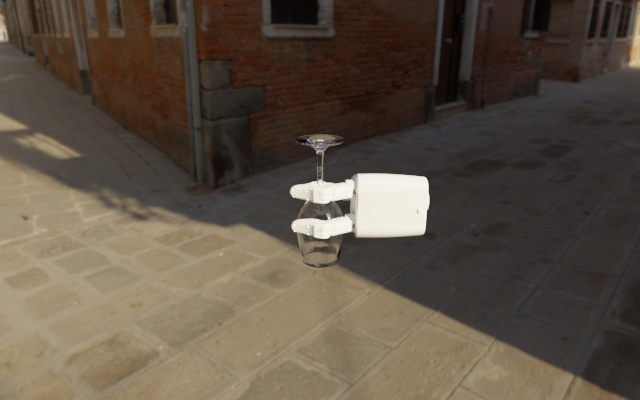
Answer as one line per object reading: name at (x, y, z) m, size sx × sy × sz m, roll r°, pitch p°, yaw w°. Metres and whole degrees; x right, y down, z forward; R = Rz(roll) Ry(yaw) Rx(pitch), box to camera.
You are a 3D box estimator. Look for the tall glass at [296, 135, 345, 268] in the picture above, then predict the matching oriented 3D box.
tall glass at (0.000, 0.002, 0.749) m, size 0.079 × 0.201 × 0.079 m, roll 0°, pitch 19°, yaw 0°
